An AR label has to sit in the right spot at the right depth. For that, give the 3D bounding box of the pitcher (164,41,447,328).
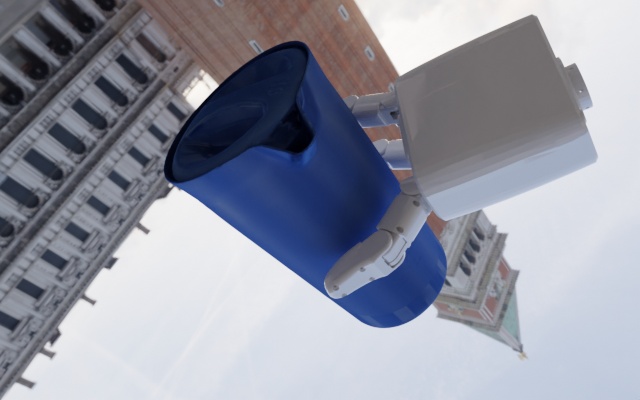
[{"bbox_3d":[0.000,0.001,0.402,0.145,0.149,0.243,-24,-52,26],"label":"pitcher"}]
